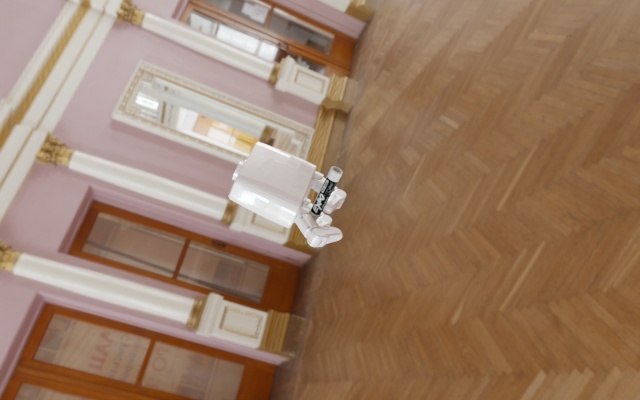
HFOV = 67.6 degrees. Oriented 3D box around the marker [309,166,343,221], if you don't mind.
[{"bbox_3d":[0.000,0.002,0.718,0.020,0.121,0.020,20,31,-13],"label":"marker"}]
